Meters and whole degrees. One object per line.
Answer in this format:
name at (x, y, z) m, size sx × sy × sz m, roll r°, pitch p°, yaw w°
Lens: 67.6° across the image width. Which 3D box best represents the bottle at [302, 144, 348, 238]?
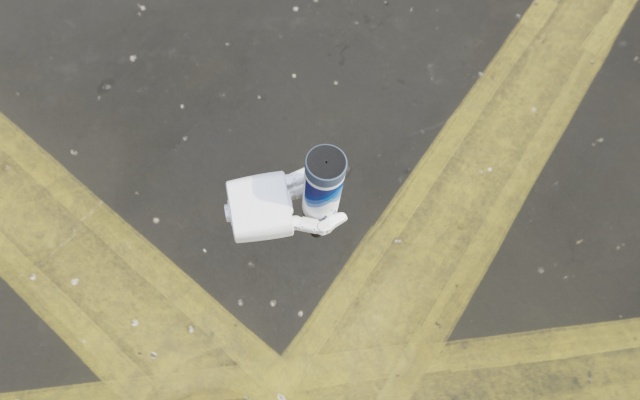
bottle at (0.000, 0.003, 0.875) m, size 0.069 × 0.069 × 0.296 m, roll 0°, pitch -25°, yaw -4°
